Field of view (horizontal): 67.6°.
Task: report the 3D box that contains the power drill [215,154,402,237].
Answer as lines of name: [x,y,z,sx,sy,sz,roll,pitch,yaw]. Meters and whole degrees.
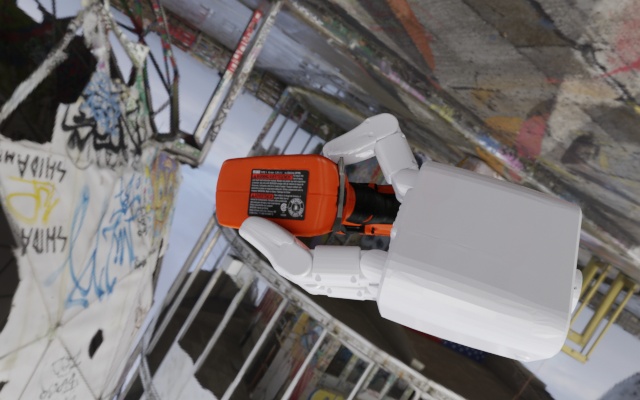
power drill: [0.000,0.001,0.420,0.184,0.057,0.187,0,-4,33]
